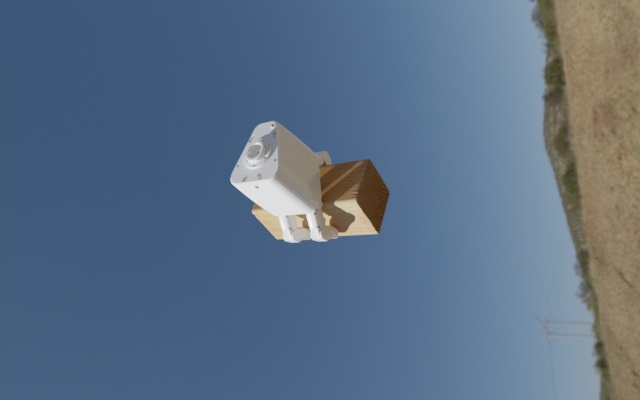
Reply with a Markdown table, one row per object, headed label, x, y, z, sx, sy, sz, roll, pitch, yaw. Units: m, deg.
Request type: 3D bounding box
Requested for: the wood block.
| label | x | y | z | sx | sy | sz | roll | pitch | yaw |
| --- | --- | --- | --- | --- | --- | --- | --- | --- | --- |
| wood block | 0.000 | 0.002 | 0.813 | 0.206 | 0.090 | 0.090 | -6 | -41 | 33 |
